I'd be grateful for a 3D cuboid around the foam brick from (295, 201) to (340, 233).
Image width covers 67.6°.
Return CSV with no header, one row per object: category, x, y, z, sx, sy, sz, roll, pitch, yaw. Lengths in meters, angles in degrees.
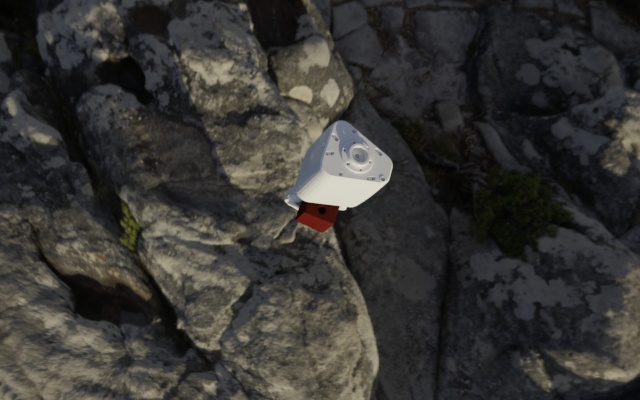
foam brick,0.000,0.003,0.770,0.053,0.078,0.051,23,-23,-13
